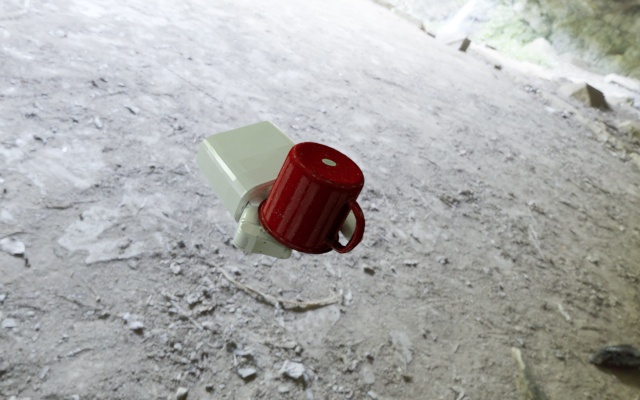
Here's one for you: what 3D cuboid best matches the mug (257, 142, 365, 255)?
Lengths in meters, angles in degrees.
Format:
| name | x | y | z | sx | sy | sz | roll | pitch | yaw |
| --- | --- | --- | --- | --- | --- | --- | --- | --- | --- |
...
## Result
| name | x | y | z | sx | sy | sz | roll | pitch | yaw |
| --- | --- | --- | --- | --- | --- | --- | --- | --- | --- |
| mug | 0.001 | 0.002 | 0.480 | 0.093 | 0.081 | 0.117 | -8 | 45 | -45 |
